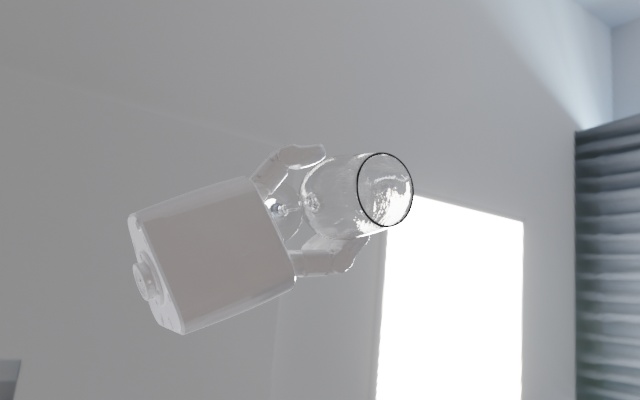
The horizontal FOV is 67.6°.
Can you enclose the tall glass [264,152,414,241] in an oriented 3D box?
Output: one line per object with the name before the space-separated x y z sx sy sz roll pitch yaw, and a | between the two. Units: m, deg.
tall glass | 0.000 0.002 0.470 0.079 0.079 0.201 0 -6 -33
